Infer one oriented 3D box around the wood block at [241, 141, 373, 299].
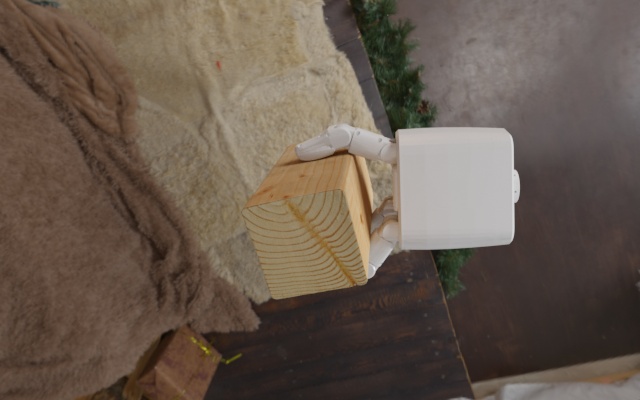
[{"bbox_3d":[0.000,0.001,0.492,0.090,0.091,0.206,-12,19,12],"label":"wood block"}]
